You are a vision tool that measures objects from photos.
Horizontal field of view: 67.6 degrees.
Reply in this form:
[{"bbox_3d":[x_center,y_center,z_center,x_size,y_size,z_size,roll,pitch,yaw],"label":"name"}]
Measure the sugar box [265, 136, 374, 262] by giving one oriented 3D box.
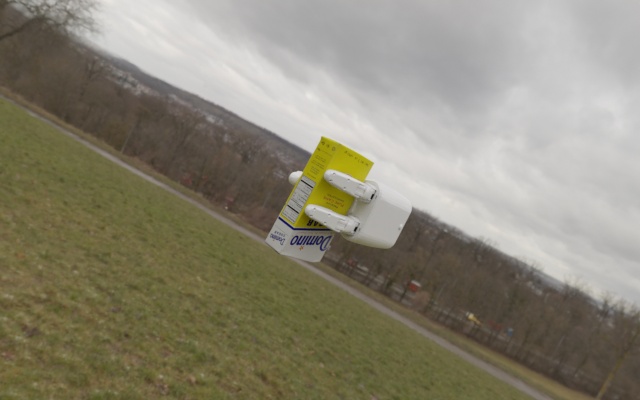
[{"bbox_3d":[0.001,0.002,0.695,0.048,0.176,0.093,31,7,41],"label":"sugar box"}]
